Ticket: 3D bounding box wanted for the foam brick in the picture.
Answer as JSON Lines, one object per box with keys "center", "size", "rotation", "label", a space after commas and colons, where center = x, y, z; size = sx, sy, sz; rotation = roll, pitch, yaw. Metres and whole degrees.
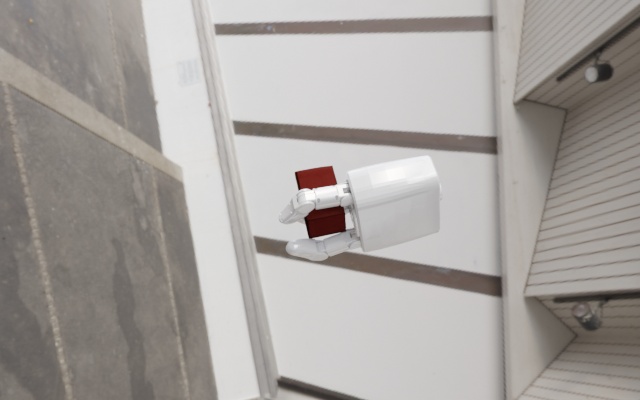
{"center": [0.000, 0.002, 0.627], "size": [0.051, 0.078, 0.053], "rotation": [-12, -30, -2], "label": "foam brick"}
